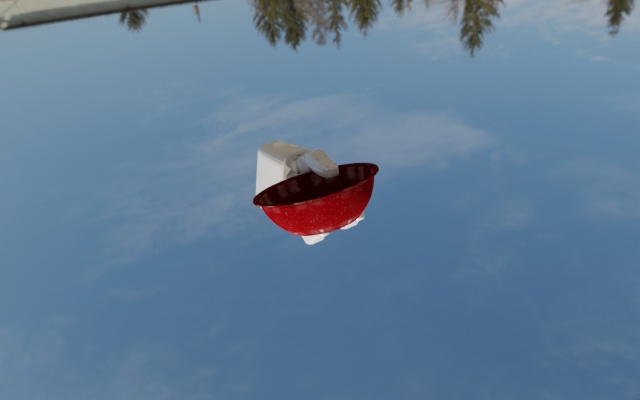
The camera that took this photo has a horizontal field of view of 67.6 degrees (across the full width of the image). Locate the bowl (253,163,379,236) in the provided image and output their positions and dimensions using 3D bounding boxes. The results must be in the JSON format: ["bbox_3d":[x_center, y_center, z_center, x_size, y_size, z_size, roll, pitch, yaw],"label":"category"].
[{"bbox_3d":[0.000,0.003,0.598,0.162,0.055,0.162,-14,14,4],"label":"bowl"}]
